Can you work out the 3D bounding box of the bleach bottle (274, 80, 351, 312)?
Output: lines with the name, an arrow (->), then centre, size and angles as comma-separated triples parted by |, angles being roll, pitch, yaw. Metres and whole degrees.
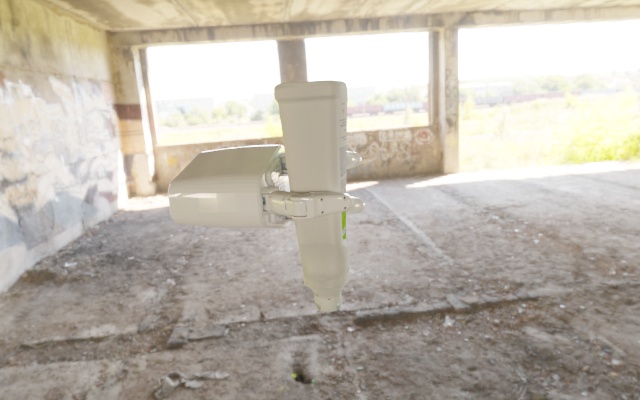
bleach bottle -> 0.000, 0.002, 0.514 | 0.068, 0.251, 0.102 | -1, 12, 12
